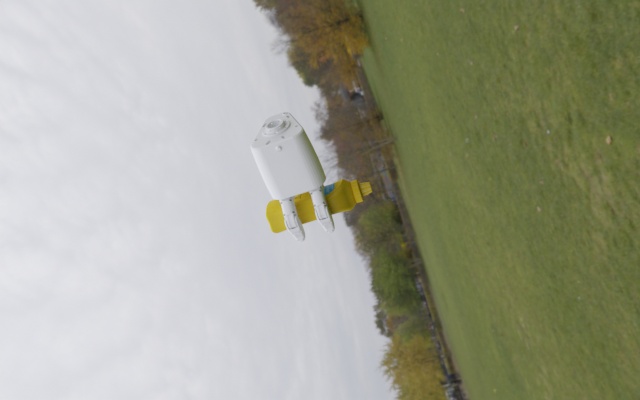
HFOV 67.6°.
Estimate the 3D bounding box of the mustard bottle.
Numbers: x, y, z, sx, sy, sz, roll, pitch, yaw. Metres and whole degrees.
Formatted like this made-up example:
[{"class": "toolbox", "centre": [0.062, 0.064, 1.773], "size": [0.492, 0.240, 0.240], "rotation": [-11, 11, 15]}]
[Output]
[{"class": "mustard bottle", "centre": [0.000, 0.003, 0.867], "size": [0.191, 0.058, 0.096], "rotation": [-18, 11, 8]}]
